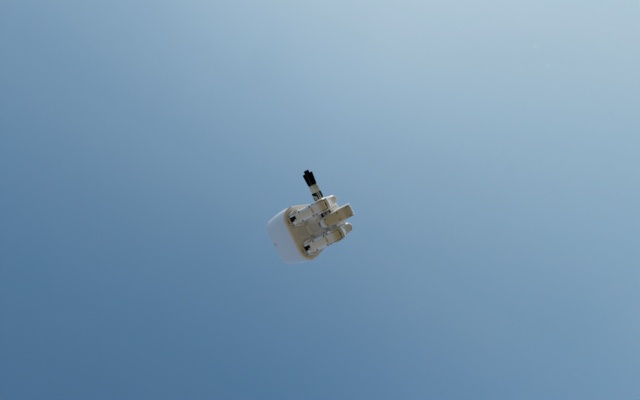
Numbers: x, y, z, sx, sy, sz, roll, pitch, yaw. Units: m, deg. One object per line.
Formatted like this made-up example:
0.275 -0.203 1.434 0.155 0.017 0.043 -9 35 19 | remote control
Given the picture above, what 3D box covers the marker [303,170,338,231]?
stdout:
0.000 0.003 0.829 0.020 0.121 0.020 -25 -1 0 | marker
